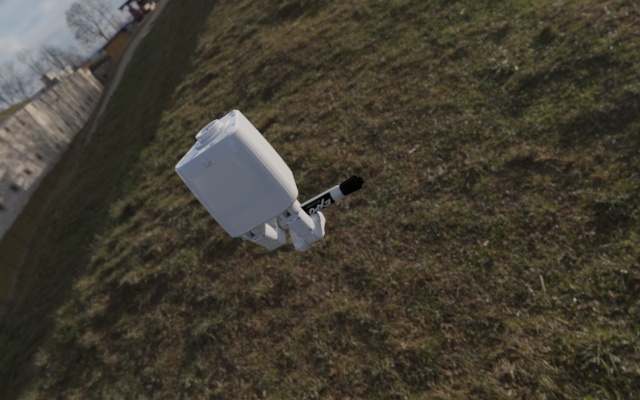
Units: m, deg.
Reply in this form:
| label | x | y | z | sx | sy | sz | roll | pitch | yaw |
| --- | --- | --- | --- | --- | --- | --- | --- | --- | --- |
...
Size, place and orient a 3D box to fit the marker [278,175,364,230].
| label | x | y | z | sx | sy | sz | roll | pitch | yaw |
| --- | --- | --- | --- | --- | --- | --- | --- | --- | --- |
| marker | 0.000 | 0.002 | 0.591 | 0.121 | 0.020 | 0.020 | -29 | -11 | 20 |
